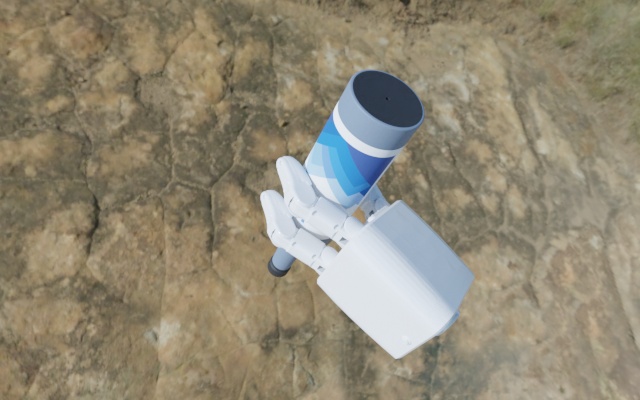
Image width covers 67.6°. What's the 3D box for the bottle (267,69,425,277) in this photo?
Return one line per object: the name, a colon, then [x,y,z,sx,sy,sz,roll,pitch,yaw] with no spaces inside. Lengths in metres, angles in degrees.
bottle: [0.000,0.001,0.486,0.069,0.069,0.296,0,-34,-26]
